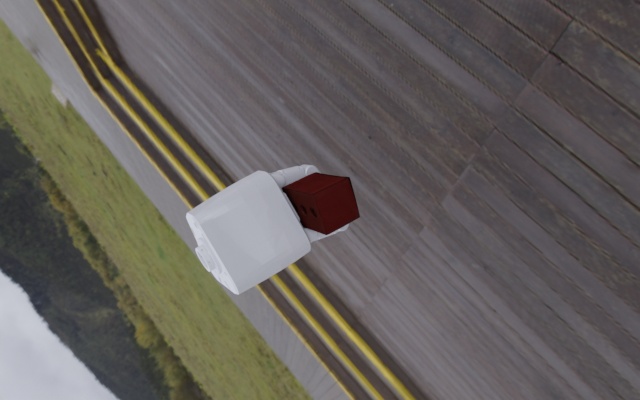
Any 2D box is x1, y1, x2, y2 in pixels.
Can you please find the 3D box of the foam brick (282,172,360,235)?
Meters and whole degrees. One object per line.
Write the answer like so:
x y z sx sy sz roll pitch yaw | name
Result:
0.000 0.002 0.567 0.051 0.053 0.078 -26 19 -26 | foam brick
